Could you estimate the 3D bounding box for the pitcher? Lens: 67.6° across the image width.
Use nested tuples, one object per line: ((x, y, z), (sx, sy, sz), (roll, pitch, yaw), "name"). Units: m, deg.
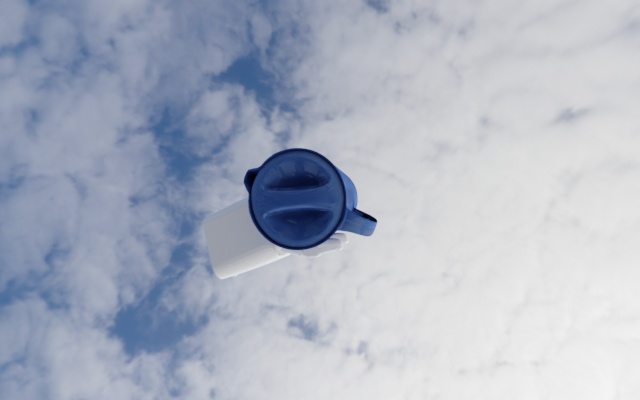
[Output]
((0.000, 0.002, 0.729), (0.145, 0.149, 0.243), (-24, -4, 11), "pitcher")
